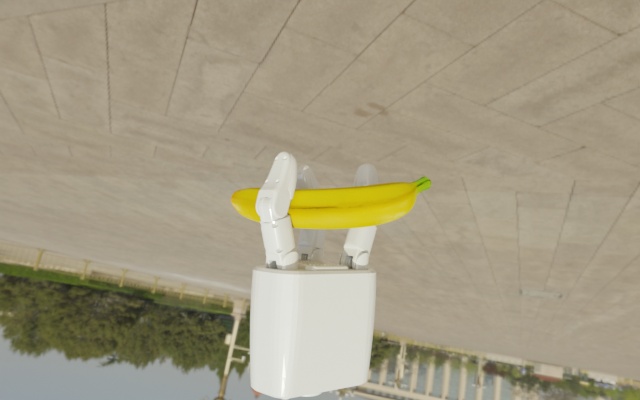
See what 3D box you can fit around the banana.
[{"bbox_3d":[-0.001,0.004,0.435,0.198,0.037,0.069,-2,9,15],"label":"banana"}]
